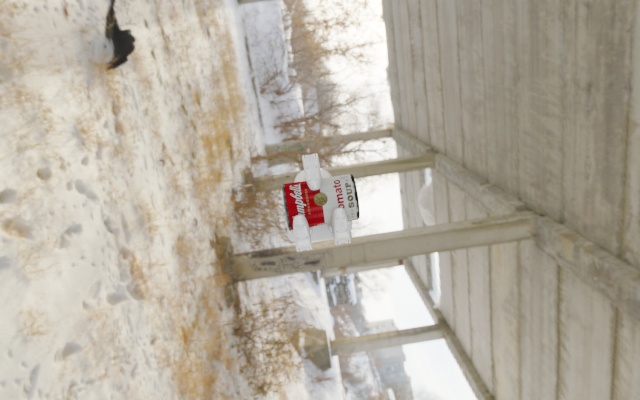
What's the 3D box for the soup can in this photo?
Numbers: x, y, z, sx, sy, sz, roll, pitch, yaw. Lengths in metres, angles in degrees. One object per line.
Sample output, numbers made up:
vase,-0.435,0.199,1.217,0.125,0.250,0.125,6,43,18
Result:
soup can,0.000,0.002,0.679,0.102,0.068,0.068,-9,0,-2
